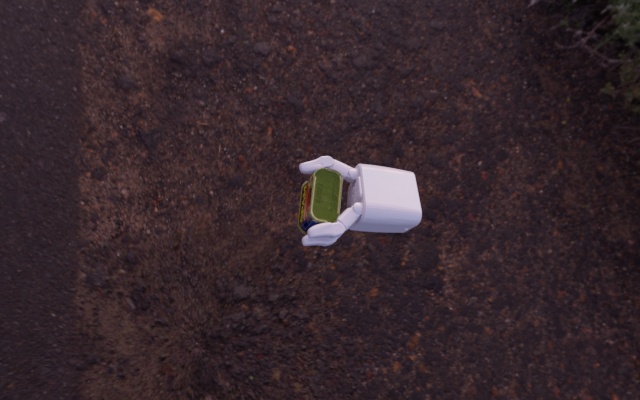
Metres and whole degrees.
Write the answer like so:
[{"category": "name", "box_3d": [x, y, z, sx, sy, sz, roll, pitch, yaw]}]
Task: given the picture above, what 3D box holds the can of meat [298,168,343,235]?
[{"category": "can of meat", "box_3d": [0.000, 0.002, 0.823, 0.057, 0.102, 0.084, 10, -18, -12]}]
